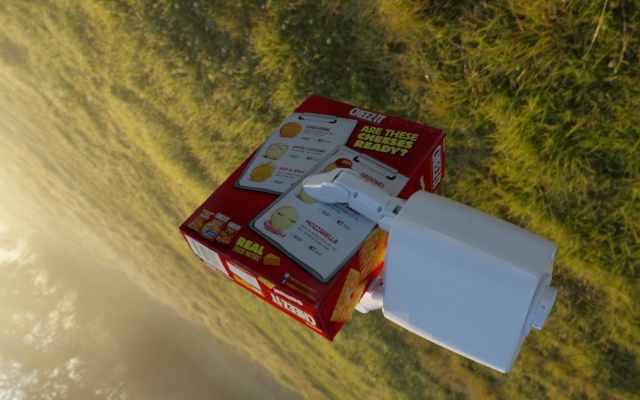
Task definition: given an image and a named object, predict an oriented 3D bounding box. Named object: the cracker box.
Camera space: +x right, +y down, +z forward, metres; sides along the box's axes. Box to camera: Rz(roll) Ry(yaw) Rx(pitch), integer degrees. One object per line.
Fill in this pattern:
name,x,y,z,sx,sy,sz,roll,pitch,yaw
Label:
cracker box,0.000,0.002,0.463,0.164,0.213,0.072,23,-32,30
